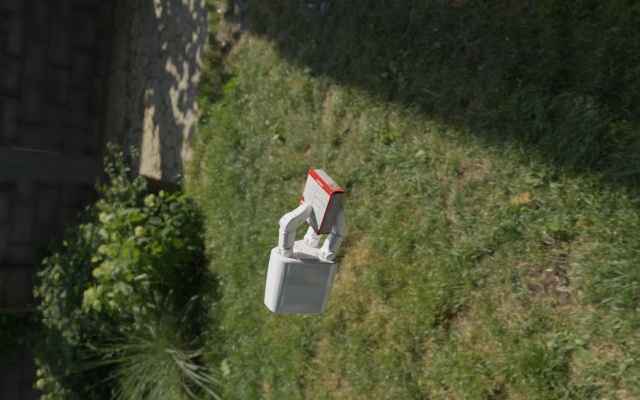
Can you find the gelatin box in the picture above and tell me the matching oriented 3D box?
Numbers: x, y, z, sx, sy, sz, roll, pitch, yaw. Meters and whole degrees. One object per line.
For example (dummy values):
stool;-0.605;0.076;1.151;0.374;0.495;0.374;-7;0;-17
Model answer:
gelatin box;0.000;0.002;0.808;0.030;0.089;0.073;-6;37;-33
